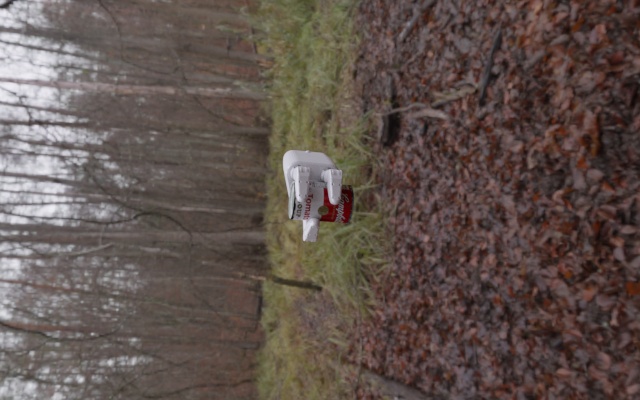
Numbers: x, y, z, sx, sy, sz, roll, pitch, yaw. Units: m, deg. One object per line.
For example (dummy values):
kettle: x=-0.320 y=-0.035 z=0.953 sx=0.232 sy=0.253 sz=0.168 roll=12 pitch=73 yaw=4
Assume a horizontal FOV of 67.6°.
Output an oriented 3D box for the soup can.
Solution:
soup can: x=0.000 y=0.003 z=0.820 sx=0.102 sy=0.068 sz=0.068 roll=4 pitch=-1 yaw=-11
